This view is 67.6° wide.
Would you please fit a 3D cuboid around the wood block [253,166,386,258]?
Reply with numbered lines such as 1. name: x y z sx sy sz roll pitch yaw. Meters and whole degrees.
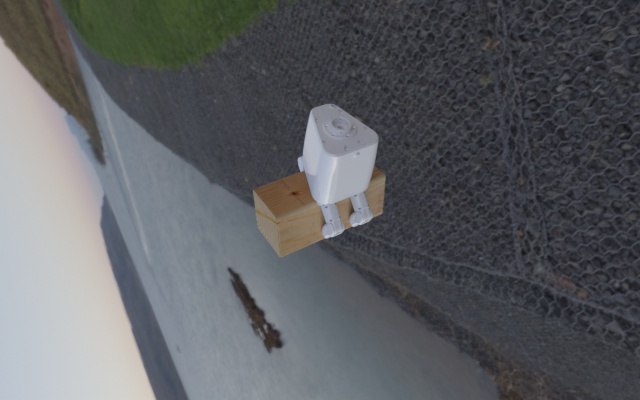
1. wood block: 0.000 0.002 0.817 0.206 0.090 0.090 -21 43 -23
